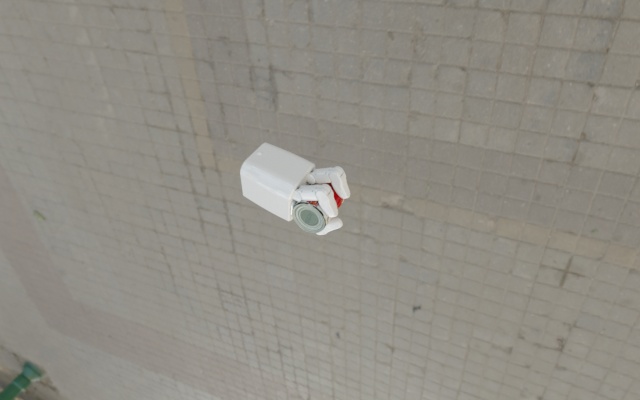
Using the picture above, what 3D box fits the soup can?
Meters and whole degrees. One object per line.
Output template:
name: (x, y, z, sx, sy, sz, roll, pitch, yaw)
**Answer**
soup can: (0.000, 0.003, 0.867, 0.068, 0.068, 0.102, 0, 35, 32)
